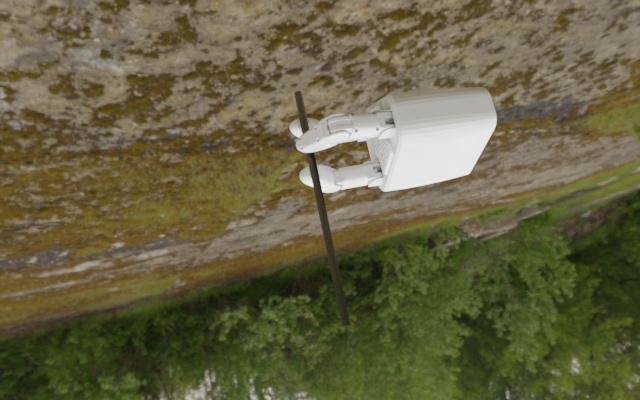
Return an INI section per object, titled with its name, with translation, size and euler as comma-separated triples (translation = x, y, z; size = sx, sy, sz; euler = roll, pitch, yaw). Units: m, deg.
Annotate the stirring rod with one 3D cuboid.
[stirring rod]
translation = 0.000, 0.001, 0.471
size = 0.011, 0.239, 0.011
euler = -11, -14, -3
